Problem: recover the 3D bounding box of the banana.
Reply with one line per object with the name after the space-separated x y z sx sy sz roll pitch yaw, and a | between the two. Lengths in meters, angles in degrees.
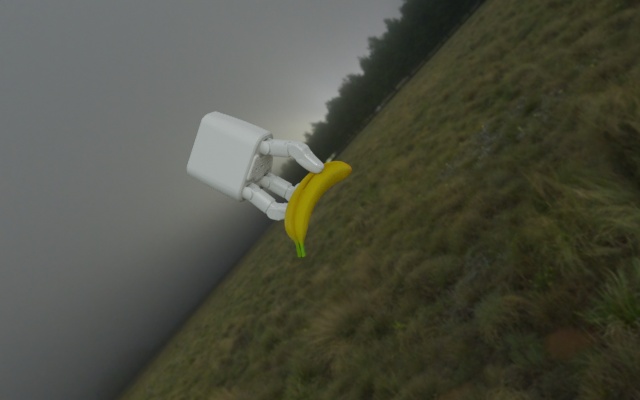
-0.007 -0.009 0.721 0.037 0.070 0.197 5 46 31 | banana
